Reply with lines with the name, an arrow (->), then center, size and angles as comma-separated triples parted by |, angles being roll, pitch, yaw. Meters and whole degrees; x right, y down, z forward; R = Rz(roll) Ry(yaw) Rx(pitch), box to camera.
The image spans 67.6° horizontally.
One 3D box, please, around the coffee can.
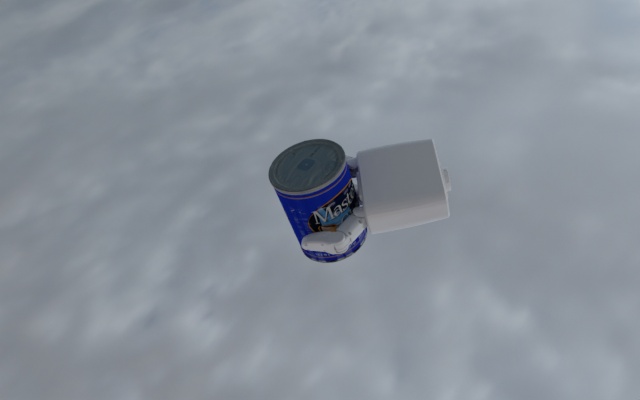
coffee can -> 0.000, 0.002, 0.654 | 0.103, 0.140, 0.102 | -11, 42, 10
